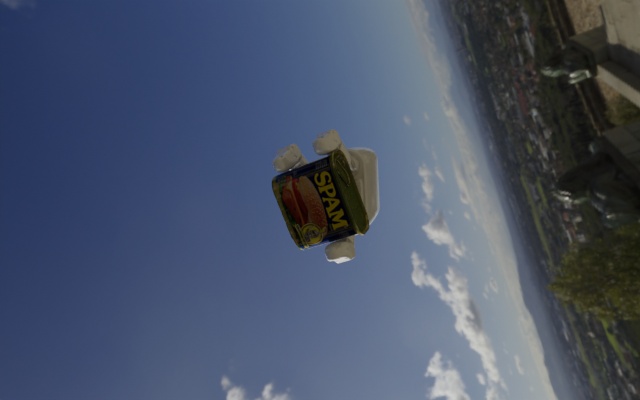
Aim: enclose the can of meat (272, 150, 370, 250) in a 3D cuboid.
[{"bbox_3d":[0.000,0.002,0.570,0.084,0.102,0.057,-18,6,20],"label":"can of meat"}]
